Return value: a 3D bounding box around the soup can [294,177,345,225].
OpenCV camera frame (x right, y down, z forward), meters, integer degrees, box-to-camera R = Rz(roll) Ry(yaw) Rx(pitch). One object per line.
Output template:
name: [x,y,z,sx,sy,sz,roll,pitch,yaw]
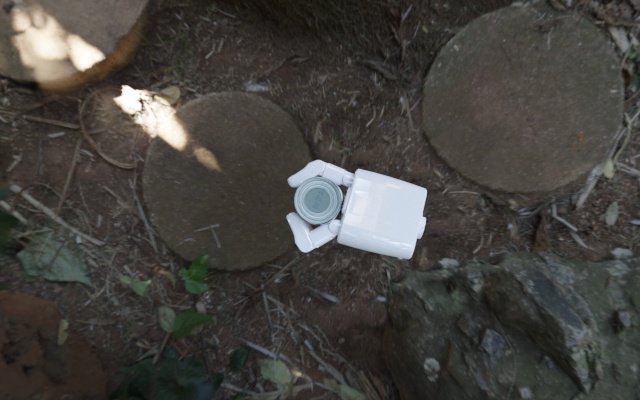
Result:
soup can: [0.000,0.002,0.701,0.068,0.068,0.102,0,-2,5]
